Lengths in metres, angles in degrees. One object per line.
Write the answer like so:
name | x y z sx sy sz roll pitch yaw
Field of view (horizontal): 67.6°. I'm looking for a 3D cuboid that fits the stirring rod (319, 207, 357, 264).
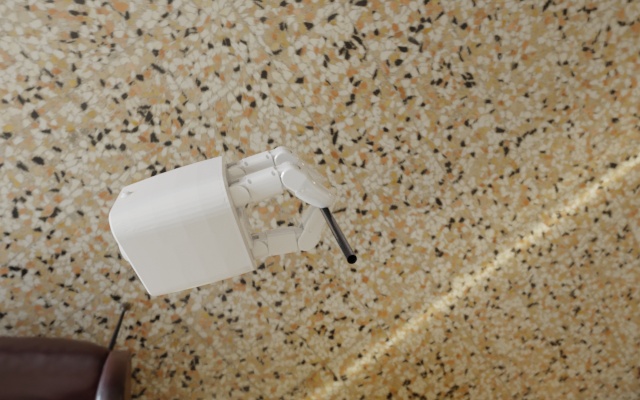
stirring rod | 0.000 0.002 0.468 0.011 0.011 0.239 0 21 -12
